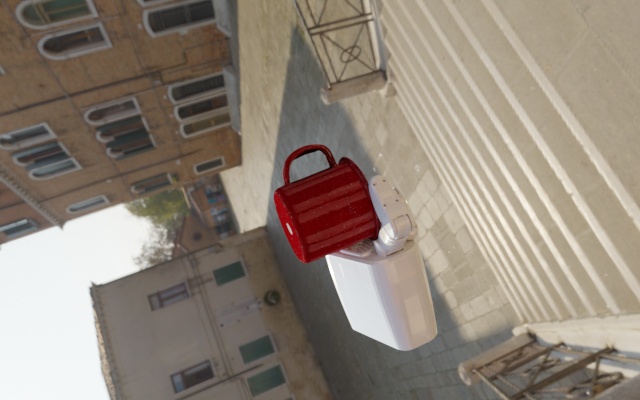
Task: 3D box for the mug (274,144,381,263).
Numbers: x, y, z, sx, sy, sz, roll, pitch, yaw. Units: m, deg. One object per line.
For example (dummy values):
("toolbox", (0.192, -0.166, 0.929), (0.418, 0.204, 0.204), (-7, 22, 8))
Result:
("mug", (-0.001, 0.000, 0.483), (0.081, 0.117, 0.093), (-22, 12, -13))
